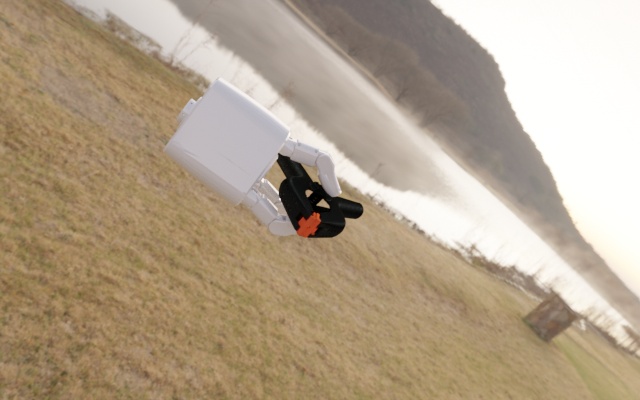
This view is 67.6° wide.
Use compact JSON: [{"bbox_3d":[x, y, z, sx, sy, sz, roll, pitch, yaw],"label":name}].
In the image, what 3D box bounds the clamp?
[{"bbox_3d":[0.000,0.001,0.615,0.164,0.036,0.210,36,16,-15],"label":"clamp"}]
